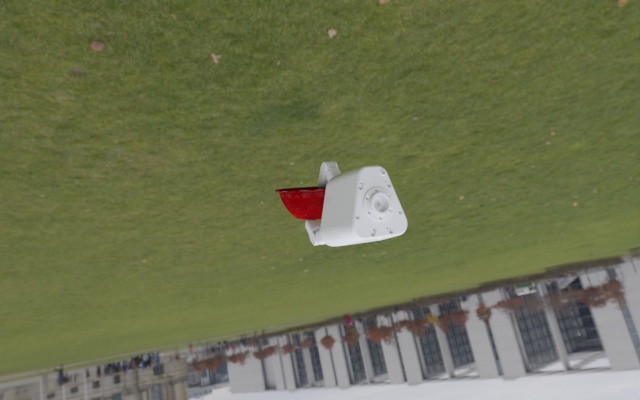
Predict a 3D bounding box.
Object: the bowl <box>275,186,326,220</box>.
[{"bbox_3d":[0.000,0.003,0.865,0.162,0.055,0.162,-3,4,0],"label":"bowl"}]
